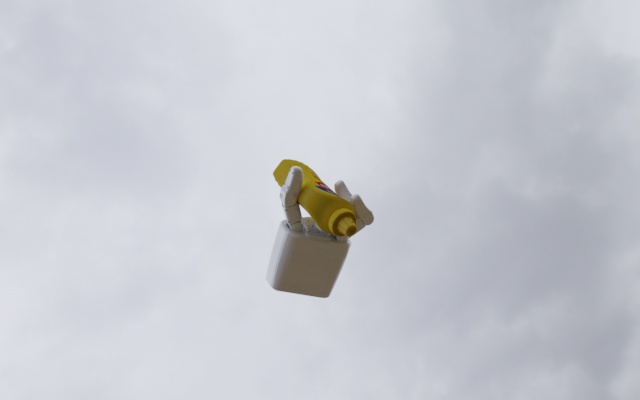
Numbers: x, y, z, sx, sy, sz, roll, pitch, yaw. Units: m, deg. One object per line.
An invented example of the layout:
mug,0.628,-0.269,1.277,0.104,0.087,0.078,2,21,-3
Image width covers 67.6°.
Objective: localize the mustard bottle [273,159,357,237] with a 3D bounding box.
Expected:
mustard bottle,0.000,0.002,0.741,0.096,0.058,0.191,35,6,-38
